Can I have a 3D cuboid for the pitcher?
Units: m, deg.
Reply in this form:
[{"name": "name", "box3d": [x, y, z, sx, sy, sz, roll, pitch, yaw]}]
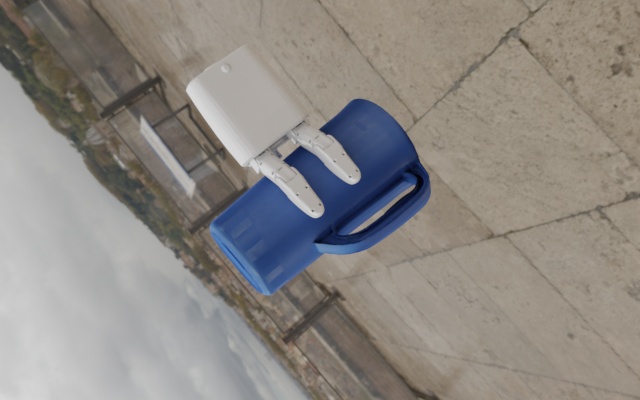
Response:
[{"name": "pitcher", "box3d": [0.000, 0.002, 0.566, 0.243, 0.145, 0.149, -40, 6, -16]}]
